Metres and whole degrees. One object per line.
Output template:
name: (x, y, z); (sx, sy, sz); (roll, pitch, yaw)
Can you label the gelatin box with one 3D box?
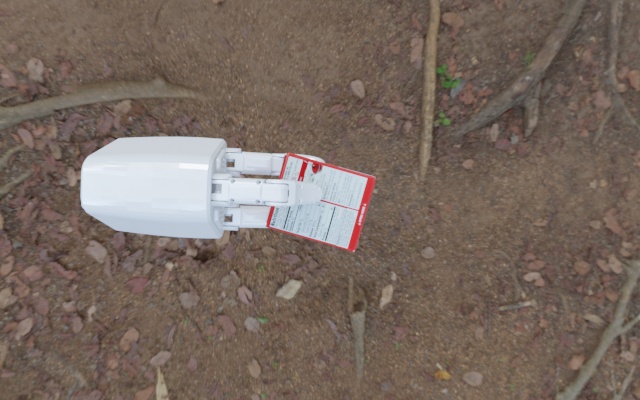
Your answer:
gelatin box: (0.000, 0.002, 0.454); (0.089, 0.073, 0.030); (16, 1, 0)
